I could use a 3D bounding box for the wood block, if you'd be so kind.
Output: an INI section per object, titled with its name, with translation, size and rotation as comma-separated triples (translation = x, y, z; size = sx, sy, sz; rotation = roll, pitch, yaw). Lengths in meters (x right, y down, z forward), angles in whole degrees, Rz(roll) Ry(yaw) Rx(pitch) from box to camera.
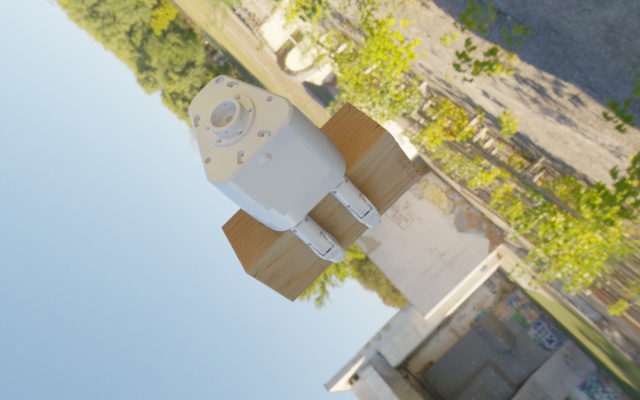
[wood block]
translation = 0.000, 0.002, 0.546
size = 0.090, 0.206, 0.090
rotation = 43, 4, -44
